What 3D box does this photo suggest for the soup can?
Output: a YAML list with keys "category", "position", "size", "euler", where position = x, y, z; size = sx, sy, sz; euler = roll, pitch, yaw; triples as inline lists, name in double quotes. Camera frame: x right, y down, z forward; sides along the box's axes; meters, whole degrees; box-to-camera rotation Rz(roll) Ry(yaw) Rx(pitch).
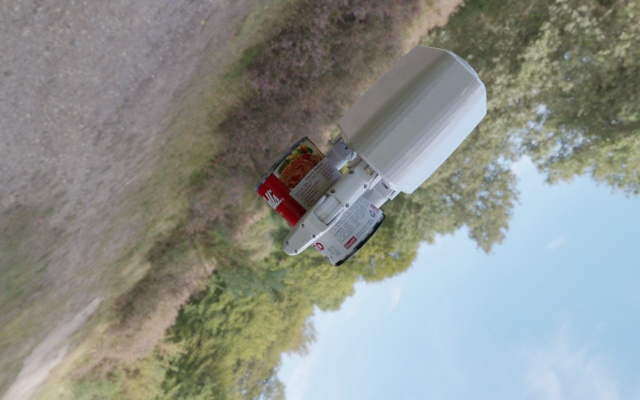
- category: "soup can"
  position: [0.000, 0.002, 0.432]
  size: [0.102, 0.068, 0.068]
  euler: [44, -1, -1]
